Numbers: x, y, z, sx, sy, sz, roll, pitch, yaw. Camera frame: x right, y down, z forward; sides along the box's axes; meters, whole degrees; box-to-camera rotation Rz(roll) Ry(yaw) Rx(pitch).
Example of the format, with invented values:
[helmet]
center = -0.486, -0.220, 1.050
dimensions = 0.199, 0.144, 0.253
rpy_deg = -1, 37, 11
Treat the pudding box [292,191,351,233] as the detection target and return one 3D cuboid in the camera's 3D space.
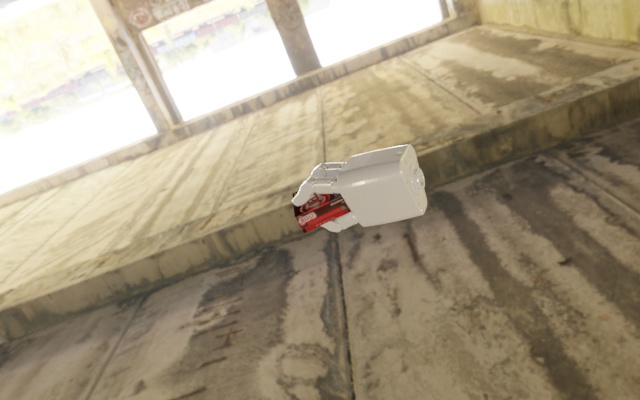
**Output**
[pudding box]
center = 0.000, 0.003, 0.816
dimensions = 0.090, 0.039, 0.113
rpy_deg = -24, 20, 4
